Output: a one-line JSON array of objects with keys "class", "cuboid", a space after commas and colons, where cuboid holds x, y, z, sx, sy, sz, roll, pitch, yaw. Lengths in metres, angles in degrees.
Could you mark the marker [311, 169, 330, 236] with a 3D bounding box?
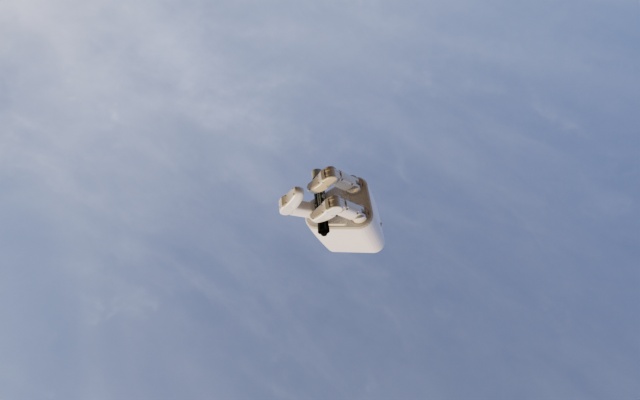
[{"class": "marker", "cuboid": [0.000, 0.002, 0.761, 0.020, 0.121, 0.020, -5, -33, -3]}]
